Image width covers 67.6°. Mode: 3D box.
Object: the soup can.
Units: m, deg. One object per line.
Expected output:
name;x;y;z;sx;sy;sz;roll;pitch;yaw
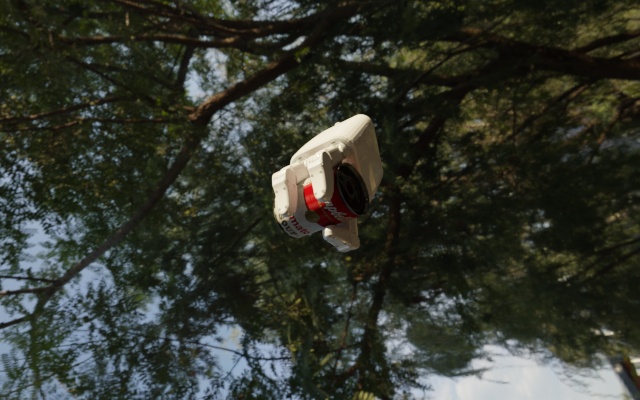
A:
soup can;0.000;0.002;0.595;0.102;0.068;0.068;-22;-12;31
